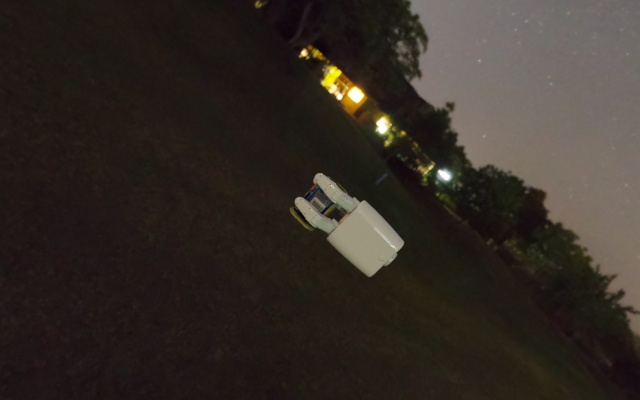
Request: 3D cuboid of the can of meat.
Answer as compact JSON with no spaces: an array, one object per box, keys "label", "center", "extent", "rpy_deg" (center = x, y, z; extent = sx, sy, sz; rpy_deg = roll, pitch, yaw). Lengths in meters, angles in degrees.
[{"label":"can of meat","center":[0.000,0.003,0.887],"extent":[0.084,0.057,0.102],"rpy_deg":[-46,-6,12]}]
